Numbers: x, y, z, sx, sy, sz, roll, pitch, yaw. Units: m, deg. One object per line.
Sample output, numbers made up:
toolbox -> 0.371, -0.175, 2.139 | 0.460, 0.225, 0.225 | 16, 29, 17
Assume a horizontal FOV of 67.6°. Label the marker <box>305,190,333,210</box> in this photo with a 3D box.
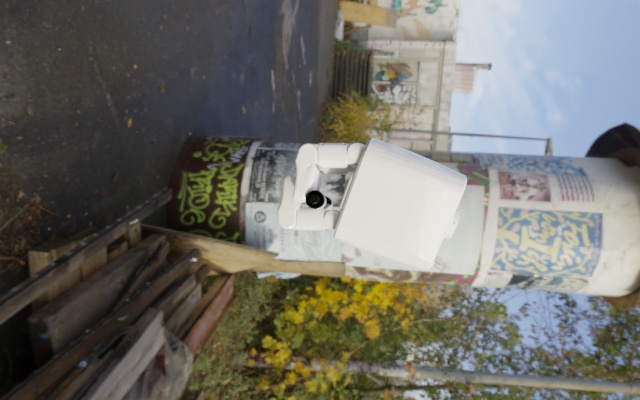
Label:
marker -> 0.000, 0.002, 0.529 | 0.020, 0.020, 0.121 | 0, -3, 6
